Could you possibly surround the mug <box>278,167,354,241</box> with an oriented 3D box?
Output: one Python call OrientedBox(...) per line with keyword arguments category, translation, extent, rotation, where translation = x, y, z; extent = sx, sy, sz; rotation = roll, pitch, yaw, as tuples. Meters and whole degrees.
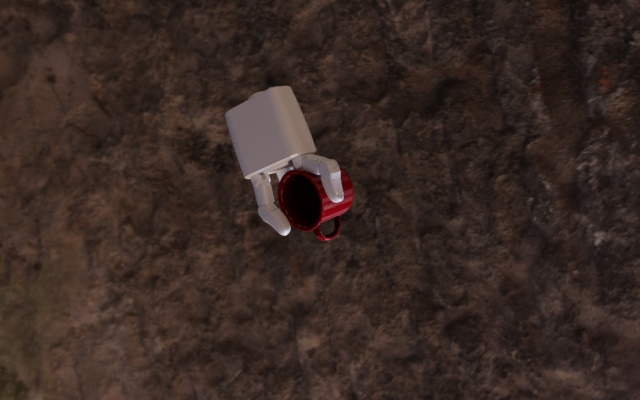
OrientedBox(category="mug", translation=(0.001, 0.004, 0.721), extent=(0.081, 0.117, 0.093), rotation=(-20, 0, -44))
